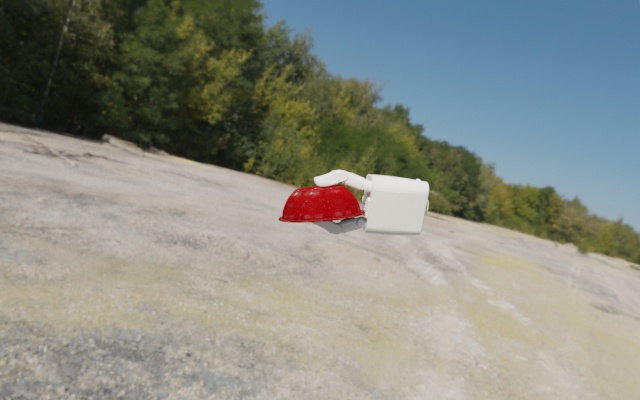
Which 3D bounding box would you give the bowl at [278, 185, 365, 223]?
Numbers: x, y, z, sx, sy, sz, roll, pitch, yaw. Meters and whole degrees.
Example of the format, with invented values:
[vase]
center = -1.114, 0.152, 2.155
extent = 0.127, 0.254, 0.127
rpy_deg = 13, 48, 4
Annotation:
[bowl]
center = -0.001, 0.003, 0.882
extent = 0.162, 0.055, 0.162
rpy_deg = -5, 5, 0
